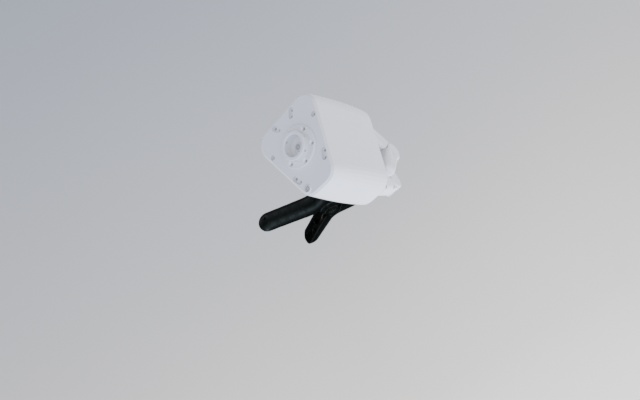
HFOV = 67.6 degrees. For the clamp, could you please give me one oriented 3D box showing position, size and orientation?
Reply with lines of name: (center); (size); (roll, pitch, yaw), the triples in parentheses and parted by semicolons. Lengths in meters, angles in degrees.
clamp: (0.001, 0.003, 0.647); (0.171, 0.039, 0.120); (-44, -29, 27)
